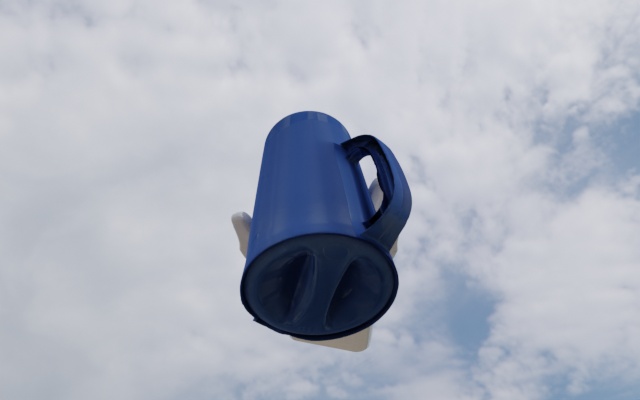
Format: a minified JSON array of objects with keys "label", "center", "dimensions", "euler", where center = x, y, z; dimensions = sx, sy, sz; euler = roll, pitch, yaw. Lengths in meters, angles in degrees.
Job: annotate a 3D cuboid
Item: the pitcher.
[{"label":"pitcher","center":[0.000,0.002,0.485],"dimensions":[0.149,0.145,0.242],"euler":[-6,38,0]}]
